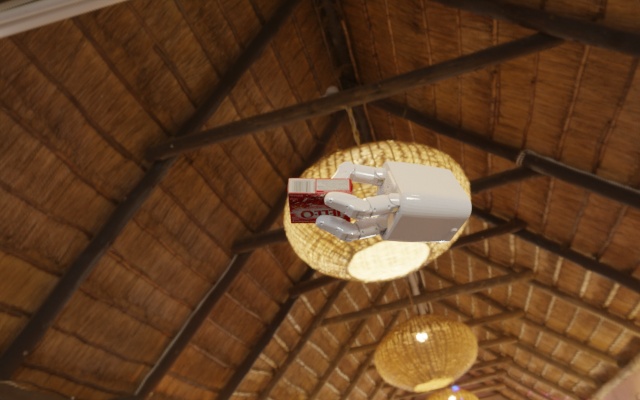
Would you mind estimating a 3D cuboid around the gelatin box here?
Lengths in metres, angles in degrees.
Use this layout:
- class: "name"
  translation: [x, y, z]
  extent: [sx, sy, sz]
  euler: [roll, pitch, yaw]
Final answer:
- class: "gelatin box"
  translation: [0.000, 0.002, 0.673]
  extent: [0.089, 0.030, 0.073]
  euler: [0, -37, 1]
